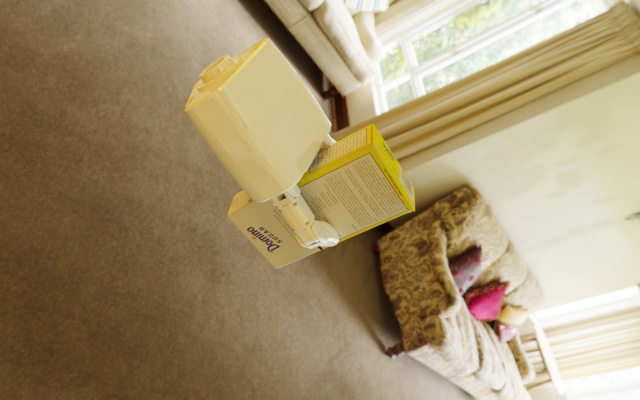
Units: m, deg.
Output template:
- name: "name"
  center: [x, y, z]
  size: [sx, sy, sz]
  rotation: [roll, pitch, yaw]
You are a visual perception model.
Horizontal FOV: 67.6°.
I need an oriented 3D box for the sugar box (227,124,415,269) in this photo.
- name: "sugar box"
  center: [0.000, 0.001, 0.500]
  size: [0.176, 0.093, 0.048]
  rotation: [-23, 31, 24]
